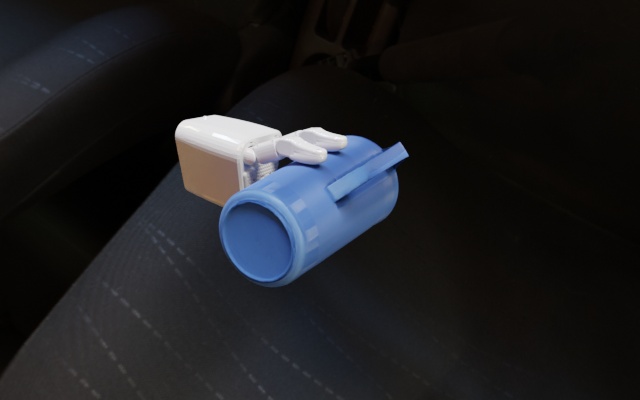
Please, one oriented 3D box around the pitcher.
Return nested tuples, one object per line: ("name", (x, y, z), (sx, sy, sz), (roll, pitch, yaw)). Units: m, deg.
("pitcher", (0.000, 0.002, 0.576), (0.145, 0.149, 0.242), (19, 25, 23))
